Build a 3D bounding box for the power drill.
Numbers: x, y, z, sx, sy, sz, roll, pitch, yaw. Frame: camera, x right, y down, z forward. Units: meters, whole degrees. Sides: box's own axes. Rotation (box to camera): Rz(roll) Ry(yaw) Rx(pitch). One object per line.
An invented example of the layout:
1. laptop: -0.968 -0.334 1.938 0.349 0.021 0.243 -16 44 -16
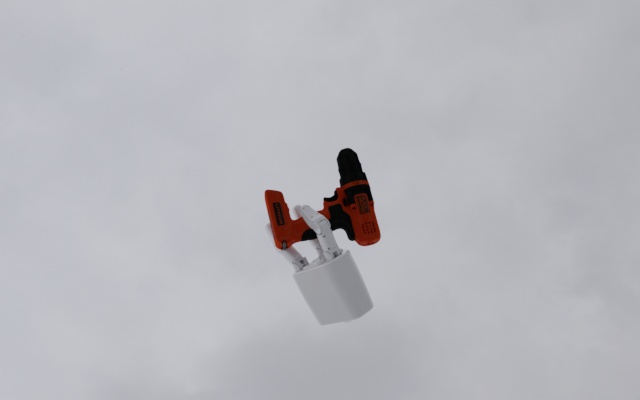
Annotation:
1. power drill: 0.000 0.003 0.836 0.187 0.184 0.057 -11 -20 -8
